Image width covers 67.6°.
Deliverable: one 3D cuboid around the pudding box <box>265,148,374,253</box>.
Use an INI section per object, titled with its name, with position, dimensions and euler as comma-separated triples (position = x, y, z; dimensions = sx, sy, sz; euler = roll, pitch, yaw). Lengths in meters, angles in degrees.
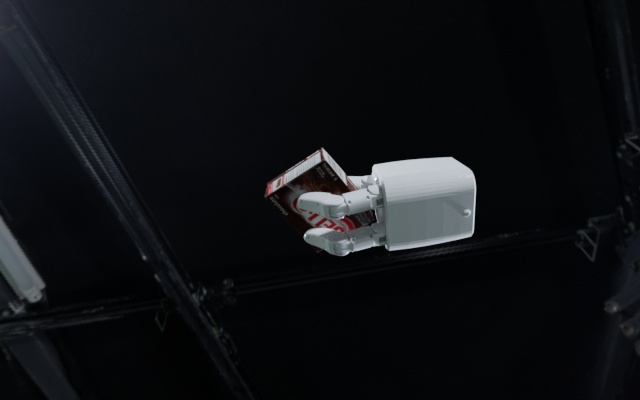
[pudding box]
position = 0.000, 0.002, 0.598
dimensions = 0.090, 0.113, 0.039
euler = -32, 28, 17
